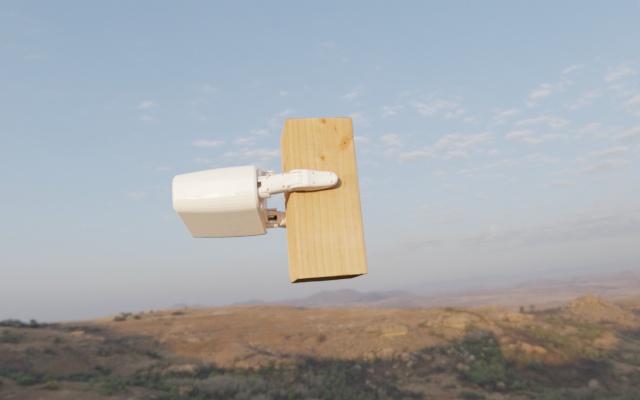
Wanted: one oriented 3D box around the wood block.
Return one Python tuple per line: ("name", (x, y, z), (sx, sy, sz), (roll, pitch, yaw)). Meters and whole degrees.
("wood block", (0.000, 0.002, 0.641), (0.090, 0.206, 0.091), (-3, -12, -10))
